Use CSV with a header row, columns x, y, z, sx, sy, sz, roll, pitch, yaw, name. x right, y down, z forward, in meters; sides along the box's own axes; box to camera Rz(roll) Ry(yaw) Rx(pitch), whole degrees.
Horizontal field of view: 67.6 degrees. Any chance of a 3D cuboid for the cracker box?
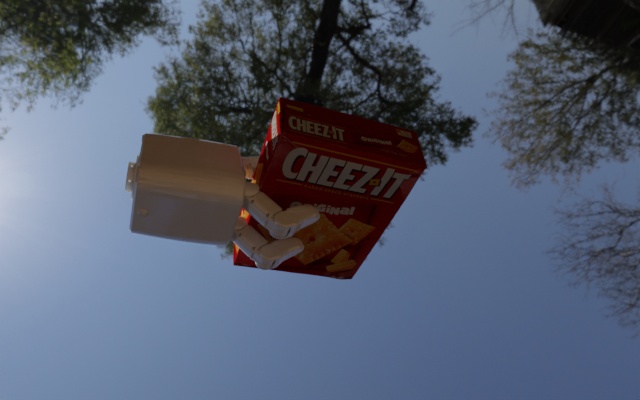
x,y,z,sx,sy,sz,roll,pitch,yaw,name
0.000,0.002,0.563,0.164,0.072,0.214,11,-46,-18,cracker box
